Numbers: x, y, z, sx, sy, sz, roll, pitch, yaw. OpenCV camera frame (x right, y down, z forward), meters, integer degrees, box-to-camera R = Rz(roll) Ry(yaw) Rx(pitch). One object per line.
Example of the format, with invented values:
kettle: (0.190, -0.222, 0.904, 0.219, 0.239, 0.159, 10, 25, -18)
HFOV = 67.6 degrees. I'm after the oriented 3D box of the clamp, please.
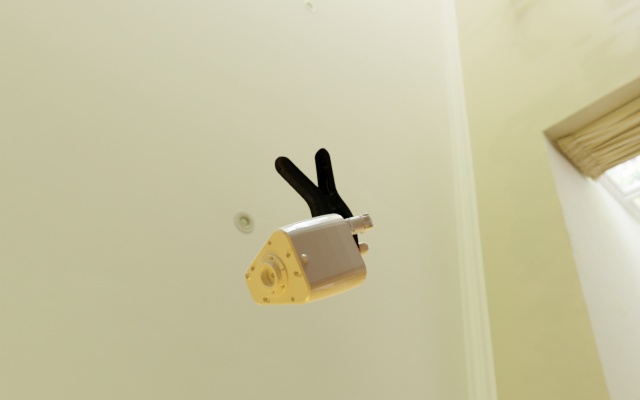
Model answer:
clamp: (0.000, 0.003, 0.672, 0.120, 0.171, 0.039, -9, -19, -48)
